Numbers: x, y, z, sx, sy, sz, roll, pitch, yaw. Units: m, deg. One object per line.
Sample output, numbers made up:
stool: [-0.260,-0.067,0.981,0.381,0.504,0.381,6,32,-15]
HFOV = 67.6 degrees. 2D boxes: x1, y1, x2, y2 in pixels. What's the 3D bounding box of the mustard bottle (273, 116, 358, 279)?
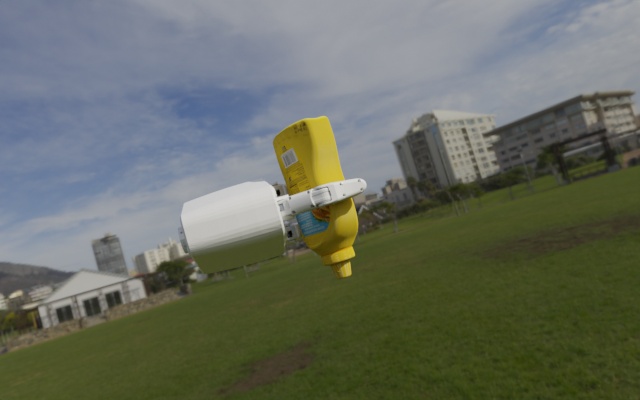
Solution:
mustard bottle: [0.000,0.002,0.583,0.058,0.191,0.096,-14,-5,-34]
